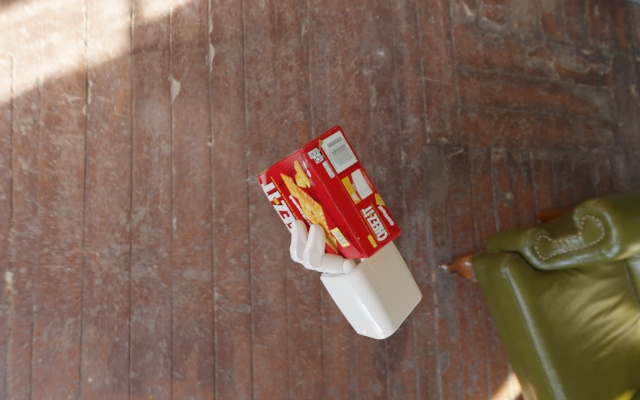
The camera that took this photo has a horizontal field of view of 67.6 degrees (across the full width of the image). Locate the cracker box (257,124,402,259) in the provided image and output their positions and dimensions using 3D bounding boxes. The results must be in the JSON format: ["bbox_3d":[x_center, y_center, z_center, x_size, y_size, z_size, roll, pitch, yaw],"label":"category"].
[{"bbox_3d":[0.000,0.002,0.689,0.072,0.164,0.214,-34,6,-23],"label":"cracker box"}]
